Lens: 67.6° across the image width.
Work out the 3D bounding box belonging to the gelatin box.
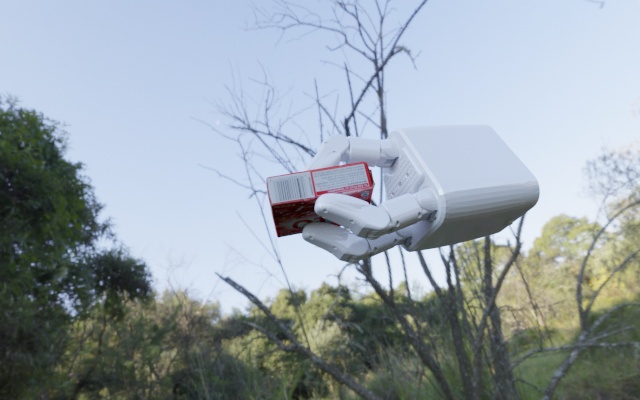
[{"bbox_3d":[0.000,0.001,0.426,0.089,0.030,0.073,-9,-25,-5],"label":"gelatin box"}]
